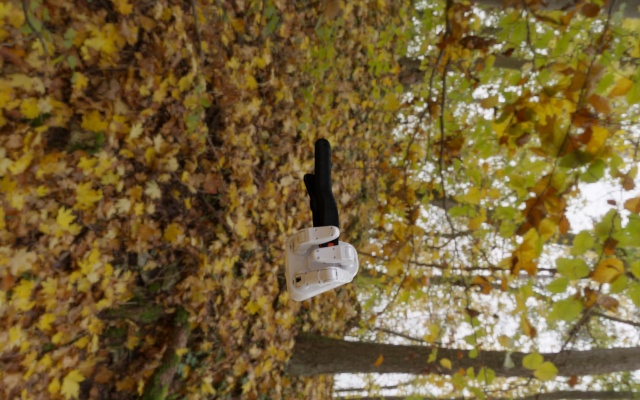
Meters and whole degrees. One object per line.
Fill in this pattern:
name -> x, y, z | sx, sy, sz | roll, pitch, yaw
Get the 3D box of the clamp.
clamp -> 0.001, 0.003, 0.748 | 0.039, 0.171, 0.120 | -1, -18, -8
